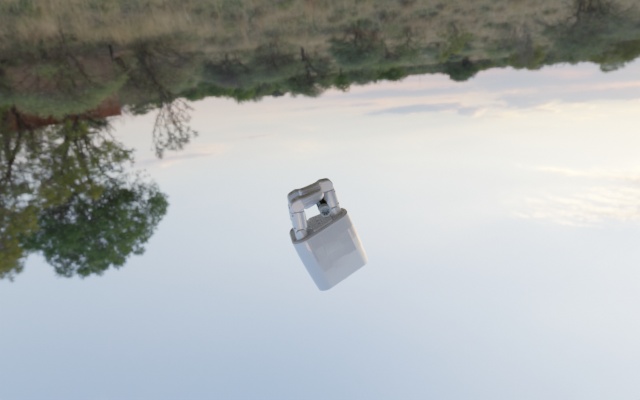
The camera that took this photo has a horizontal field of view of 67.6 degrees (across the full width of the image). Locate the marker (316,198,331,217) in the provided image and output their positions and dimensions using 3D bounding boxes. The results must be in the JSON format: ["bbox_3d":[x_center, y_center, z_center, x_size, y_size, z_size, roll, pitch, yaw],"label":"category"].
[{"bbox_3d":[0.000,0.003,0.823,0.020,0.020,0.121,0,14,-8],"label":"marker"}]
